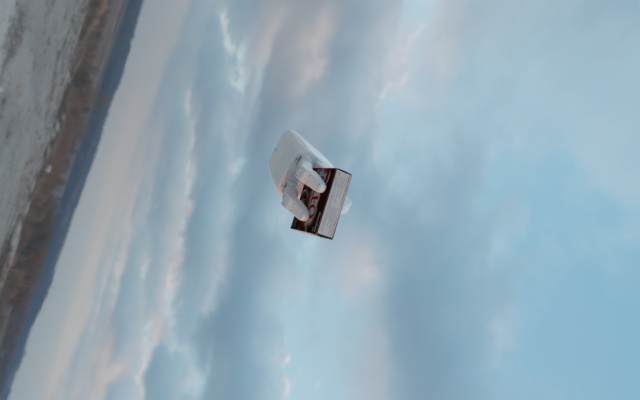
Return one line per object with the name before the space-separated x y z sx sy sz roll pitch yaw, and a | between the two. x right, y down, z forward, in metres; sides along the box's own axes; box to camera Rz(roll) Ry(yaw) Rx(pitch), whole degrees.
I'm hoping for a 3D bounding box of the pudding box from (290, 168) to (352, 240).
pudding box | 0.000 0.003 0.783 0.039 0.113 0.090 18 -6 -29
